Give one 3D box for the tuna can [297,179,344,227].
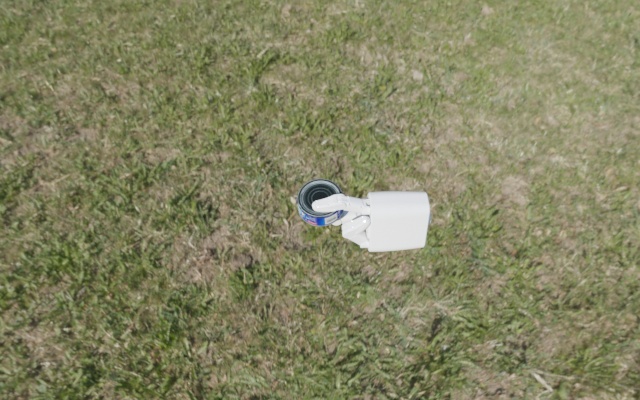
[{"bbox_3d":[0.000,0.003,0.875,0.086,0.086,0.034,0,-33,4],"label":"tuna can"}]
